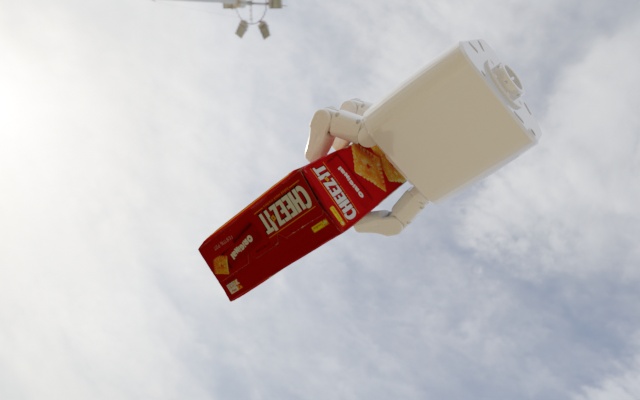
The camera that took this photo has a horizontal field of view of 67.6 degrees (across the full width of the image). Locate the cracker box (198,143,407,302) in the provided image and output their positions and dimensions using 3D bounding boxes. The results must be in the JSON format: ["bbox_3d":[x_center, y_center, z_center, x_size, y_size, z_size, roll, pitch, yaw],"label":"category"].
[{"bbox_3d":[0.000,0.002,0.501,0.164,0.072,0.213,-36,-2,36],"label":"cracker box"}]
